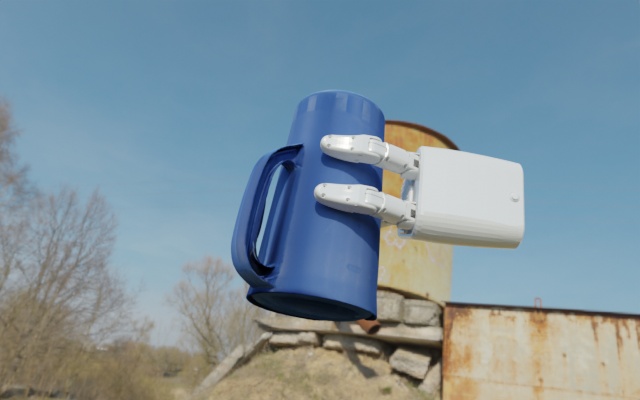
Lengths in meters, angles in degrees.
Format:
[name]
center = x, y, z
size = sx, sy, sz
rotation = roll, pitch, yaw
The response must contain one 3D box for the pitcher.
[pitcher]
center = 0.000, 0.002, 0.516
size = 0.145, 0.242, 0.149
rotation = 8, -23, 2
